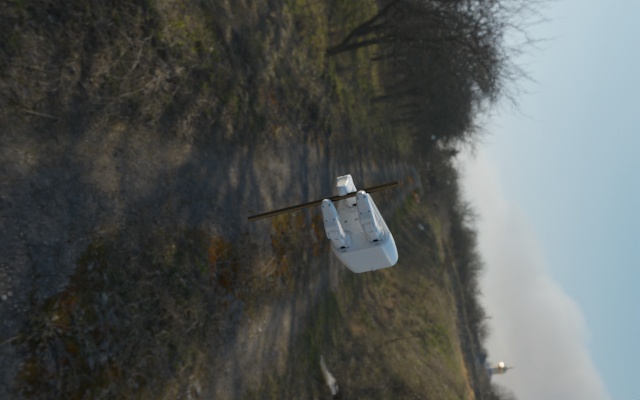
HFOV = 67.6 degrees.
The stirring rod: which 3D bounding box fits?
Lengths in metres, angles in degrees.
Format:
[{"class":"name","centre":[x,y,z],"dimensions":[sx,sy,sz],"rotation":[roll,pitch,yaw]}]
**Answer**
[{"class":"stirring rod","centre":[0.000,0.002,0.731],"dimensions":[0.239,0.011,0.011],"rotation":[-13,-3,13]}]
